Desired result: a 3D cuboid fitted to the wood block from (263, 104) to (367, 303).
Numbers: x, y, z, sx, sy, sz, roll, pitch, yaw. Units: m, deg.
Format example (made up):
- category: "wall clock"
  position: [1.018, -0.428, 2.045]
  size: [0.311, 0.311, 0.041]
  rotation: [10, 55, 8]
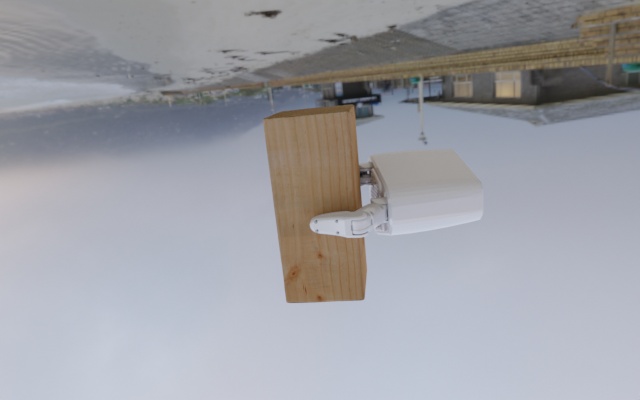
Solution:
- category: "wood block"
  position: [0.000, 0.002, 0.542]
  size: [0.090, 0.206, 0.090]
  rotation: [-4, 15, 9]
